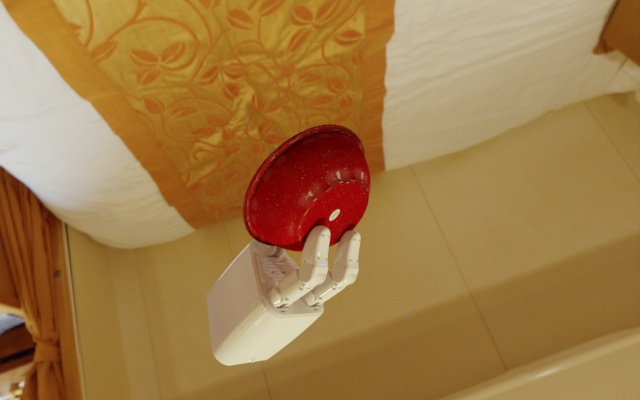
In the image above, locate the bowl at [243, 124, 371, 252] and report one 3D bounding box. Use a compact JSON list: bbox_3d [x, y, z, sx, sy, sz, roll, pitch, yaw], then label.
[{"bbox_3d":[0.001,0.001,0.513,0.162,0.162,0.055,0,35,-45],"label":"bowl"}]
